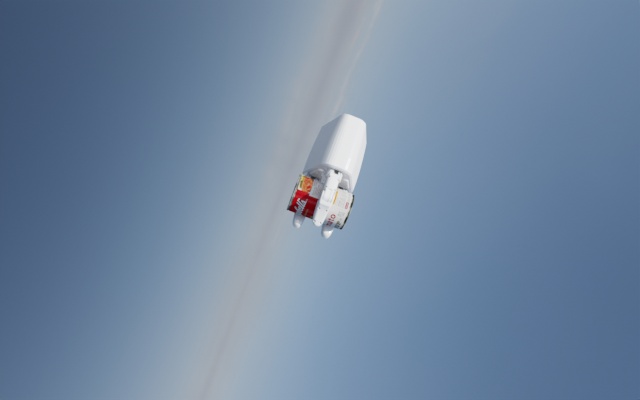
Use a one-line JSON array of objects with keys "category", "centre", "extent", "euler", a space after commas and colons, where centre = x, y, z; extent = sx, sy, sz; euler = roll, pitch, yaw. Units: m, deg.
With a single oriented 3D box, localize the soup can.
[{"category": "soup can", "centre": [0.000, 0.003, 0.831], "extent": [0.102, 0.068, 0.068], "euler": [21, -2, -5]}]
